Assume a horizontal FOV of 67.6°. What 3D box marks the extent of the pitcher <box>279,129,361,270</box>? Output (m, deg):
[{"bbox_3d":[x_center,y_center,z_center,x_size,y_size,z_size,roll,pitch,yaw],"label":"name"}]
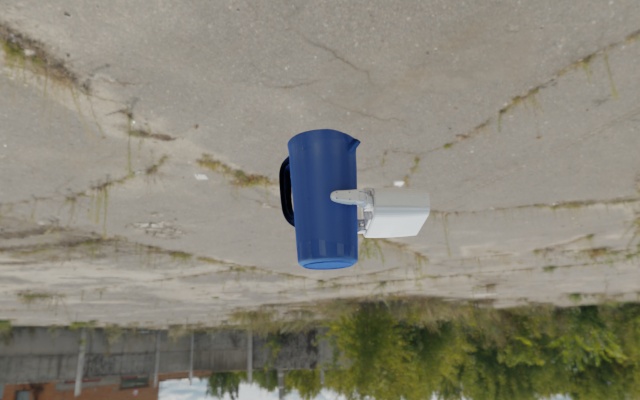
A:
[{"bbox_3d":[0.000,0.003,0.888,0.145,0.242,0.149,0,-16,-9],"label":"pitcher"}]
